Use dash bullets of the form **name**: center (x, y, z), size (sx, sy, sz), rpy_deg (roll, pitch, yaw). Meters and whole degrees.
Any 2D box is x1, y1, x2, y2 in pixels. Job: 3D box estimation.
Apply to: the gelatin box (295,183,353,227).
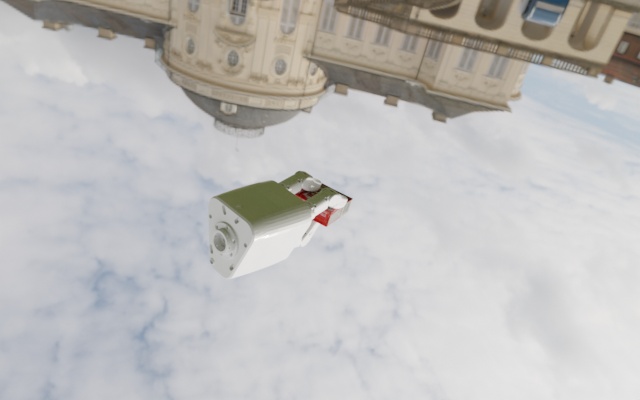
- **gelatin box**: center (0.000, 0.003, 0.756), size (0.073, 0.030, 0.089), rpy_deg (27, 25, 18)
